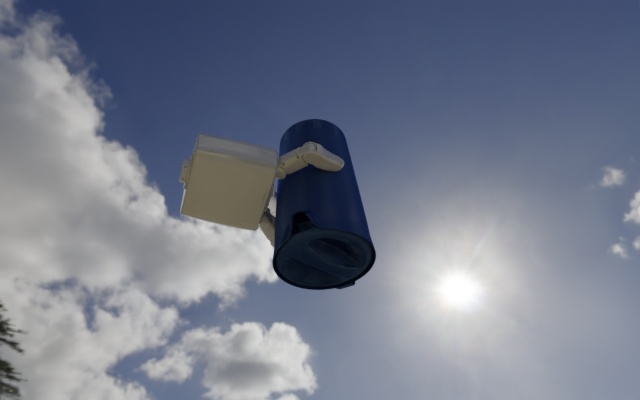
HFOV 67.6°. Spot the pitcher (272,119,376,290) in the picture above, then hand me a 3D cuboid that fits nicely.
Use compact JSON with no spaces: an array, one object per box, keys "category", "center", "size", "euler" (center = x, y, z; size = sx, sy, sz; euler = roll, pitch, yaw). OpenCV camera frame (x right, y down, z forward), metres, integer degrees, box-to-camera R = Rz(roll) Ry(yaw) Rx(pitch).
[{"category":"pitcher","center":[0.000,0.002,0.695],"size":[0.145,0.242,0.149],"euler":[12,-46,-18]}]
